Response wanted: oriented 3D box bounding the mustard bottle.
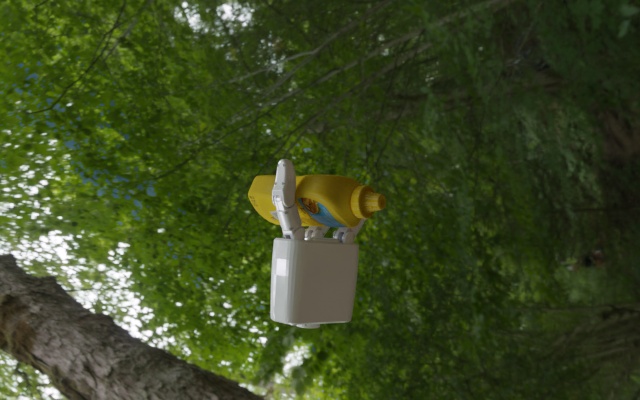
[{"bbox_3d":[0.000,0.002,0.632,0.191,0.058,0.096,1,-31,39],"label":"mustard bottle"}]
